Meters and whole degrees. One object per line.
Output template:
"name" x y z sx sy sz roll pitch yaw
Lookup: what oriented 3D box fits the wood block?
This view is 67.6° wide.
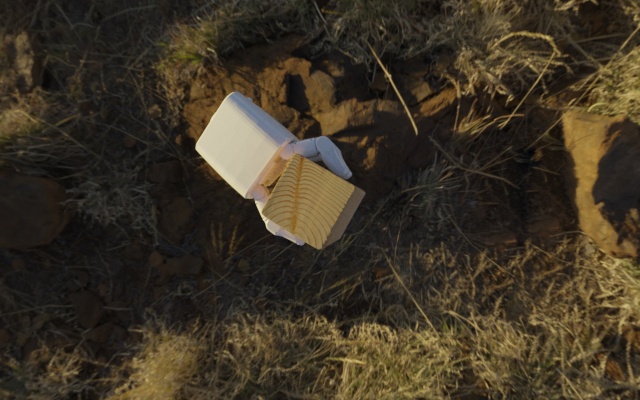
"wood block" 0.000 0.002 0.680 0.090 0.091 0.206 31 4 8
